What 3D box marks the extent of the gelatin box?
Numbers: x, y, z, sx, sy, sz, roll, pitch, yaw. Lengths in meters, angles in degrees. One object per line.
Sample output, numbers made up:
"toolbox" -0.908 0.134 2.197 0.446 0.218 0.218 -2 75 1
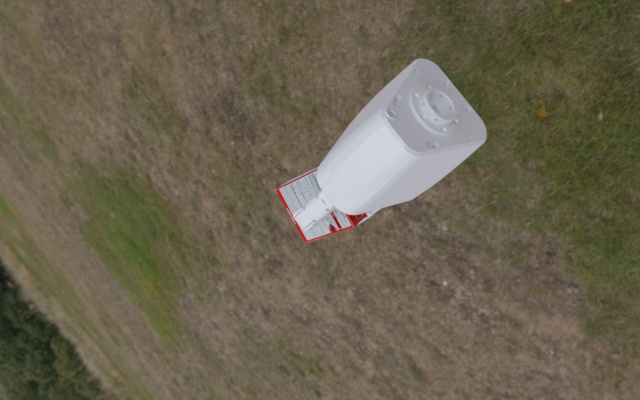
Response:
"gelatin box" 0.000 0.002 0.531 0.089 0.073 0.030 -23 9 47
